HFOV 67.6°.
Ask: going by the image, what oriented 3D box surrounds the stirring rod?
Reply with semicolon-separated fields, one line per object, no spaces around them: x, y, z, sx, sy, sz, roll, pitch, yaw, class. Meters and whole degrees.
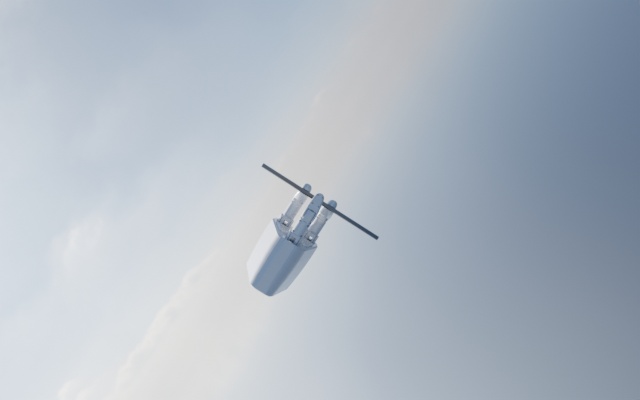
0.000;0.003;0.838;0.239;0.011;0.011;33;-2;-3;stirring rod
